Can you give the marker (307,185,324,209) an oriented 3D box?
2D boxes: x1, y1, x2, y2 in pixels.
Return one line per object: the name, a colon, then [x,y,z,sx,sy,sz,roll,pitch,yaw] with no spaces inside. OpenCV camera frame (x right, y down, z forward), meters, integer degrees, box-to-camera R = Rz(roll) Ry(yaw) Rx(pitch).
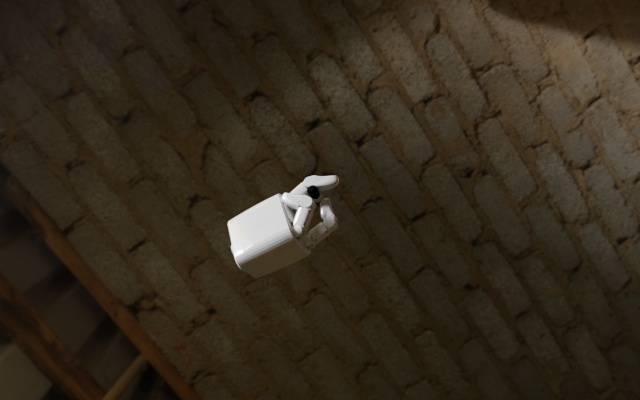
marker: [0.000,0.003,0.859,0.020,0.020,0.121,0,-22,16]
